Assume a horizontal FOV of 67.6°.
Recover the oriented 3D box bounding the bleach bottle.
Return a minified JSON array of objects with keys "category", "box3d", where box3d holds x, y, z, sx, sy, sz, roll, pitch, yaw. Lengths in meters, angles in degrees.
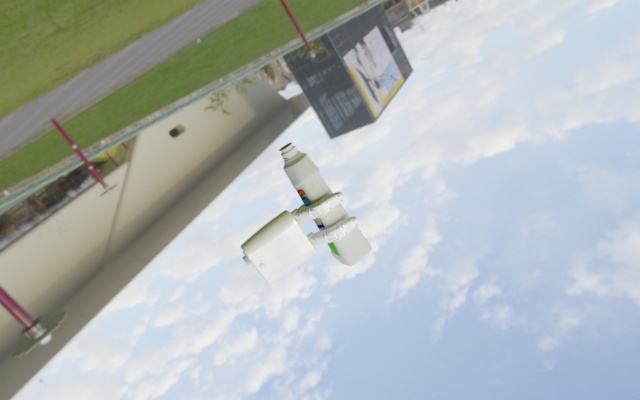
[{"category":"bleach bottle","box3d":[0.000,0.003,0.888,0.068,0.251,0.102,-37,20,-10]}]
